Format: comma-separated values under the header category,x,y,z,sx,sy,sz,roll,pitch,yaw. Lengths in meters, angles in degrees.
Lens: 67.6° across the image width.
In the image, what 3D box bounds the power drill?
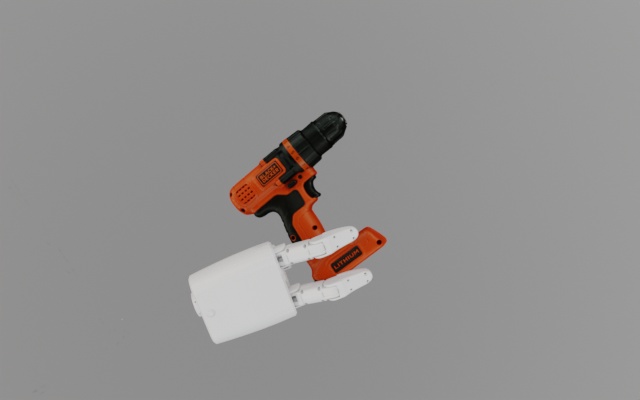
category,x,y,z,sx,sy,sz,roll,pitch,yaw
power drill,0.000,0.003,0.620,0.184,0.187,0.057,-39,-7,8
